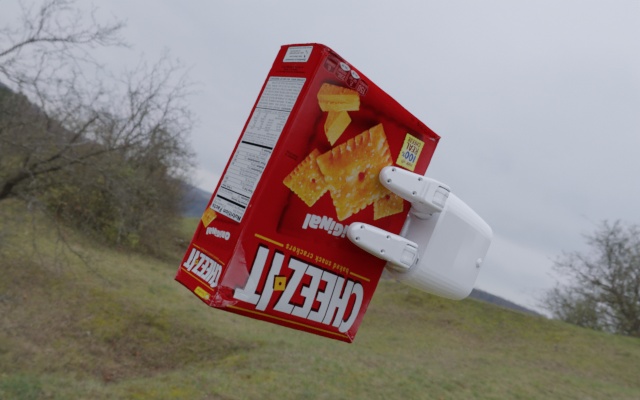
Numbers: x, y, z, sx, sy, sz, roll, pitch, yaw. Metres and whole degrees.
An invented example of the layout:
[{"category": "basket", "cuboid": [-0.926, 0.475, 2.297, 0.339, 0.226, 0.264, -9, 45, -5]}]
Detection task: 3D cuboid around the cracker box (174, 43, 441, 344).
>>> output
[{"category": "cracker box", "cuboid": [0.000, 0.001, 0.414, 0.164, 0.213, 0.072, 28, -6, -40]}]
